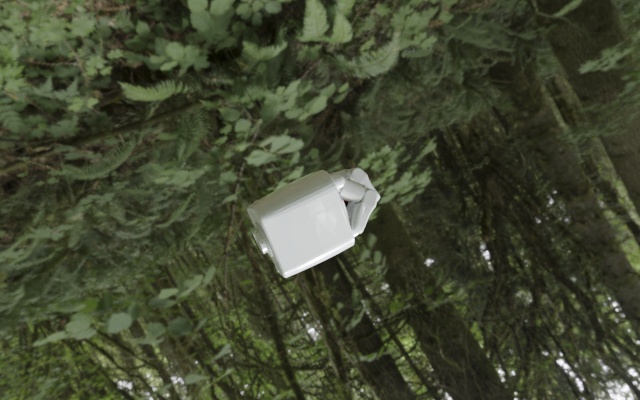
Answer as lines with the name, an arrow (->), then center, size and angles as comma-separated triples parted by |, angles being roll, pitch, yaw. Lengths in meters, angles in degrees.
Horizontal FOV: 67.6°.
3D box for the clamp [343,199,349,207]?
clamp -> 0.000, 0.003, 0.742 | 0.120, 0.039, 0.171 | -24, 3, -15
